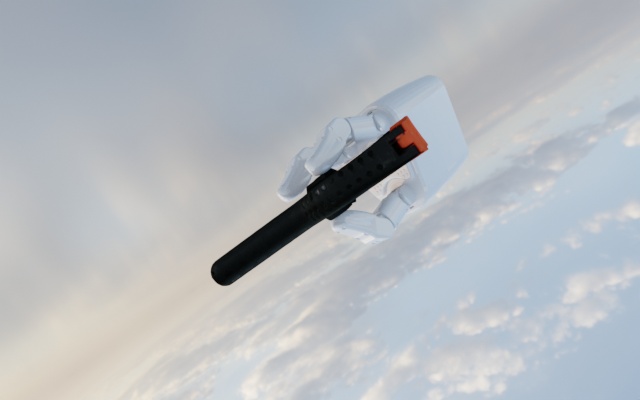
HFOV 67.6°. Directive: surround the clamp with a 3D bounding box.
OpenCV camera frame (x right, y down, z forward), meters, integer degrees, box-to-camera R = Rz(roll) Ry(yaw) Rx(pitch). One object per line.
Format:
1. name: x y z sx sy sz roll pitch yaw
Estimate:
1. clamp: 0.001 0.002 0.400 0.164 0.036 0.210 -38 2 -39
